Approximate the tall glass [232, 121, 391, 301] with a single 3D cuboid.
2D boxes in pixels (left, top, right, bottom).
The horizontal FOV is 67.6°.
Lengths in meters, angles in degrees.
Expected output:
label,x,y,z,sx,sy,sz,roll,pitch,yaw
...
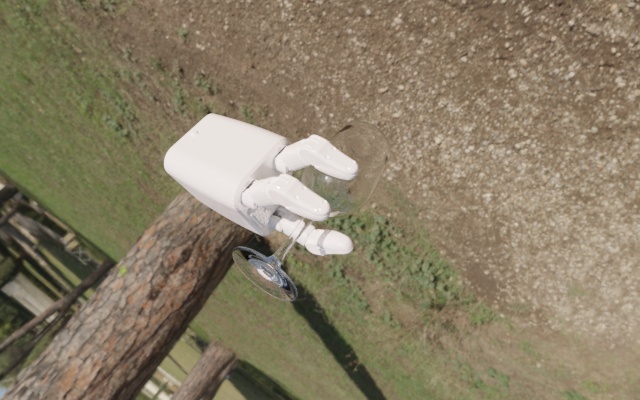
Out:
label,x,y,z,sx,sy,sz,roll,pitch,yaw
tall glass,0.000,0.002,0.492,0.079,0.079,0.201,0,43,47
